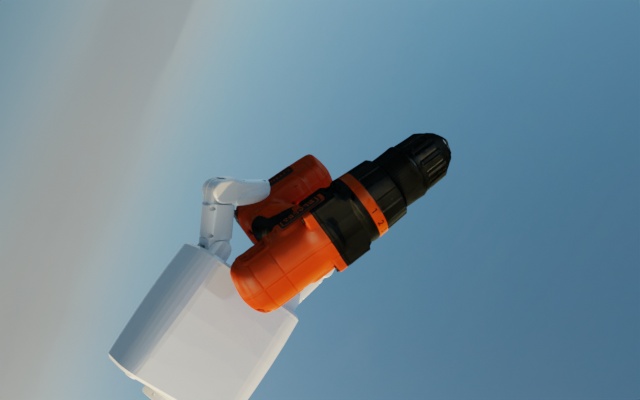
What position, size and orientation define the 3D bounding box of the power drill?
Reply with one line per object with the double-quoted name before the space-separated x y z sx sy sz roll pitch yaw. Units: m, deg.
"power drill" 0.000 0.001 0.407 0.184 0.057 0.187 -35 14 -8
